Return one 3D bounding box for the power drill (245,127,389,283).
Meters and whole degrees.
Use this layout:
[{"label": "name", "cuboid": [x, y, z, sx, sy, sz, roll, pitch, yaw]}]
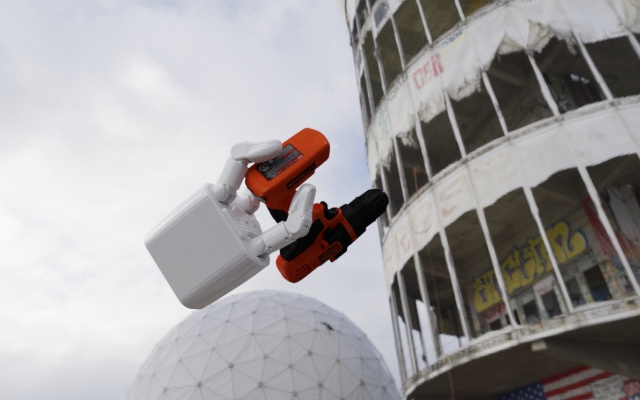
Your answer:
[{"label": "power drill", "cuboid": [0.000, 0.002, 0.607, 0.184, 0.188, 0.057, -38, 45, -13]}]
